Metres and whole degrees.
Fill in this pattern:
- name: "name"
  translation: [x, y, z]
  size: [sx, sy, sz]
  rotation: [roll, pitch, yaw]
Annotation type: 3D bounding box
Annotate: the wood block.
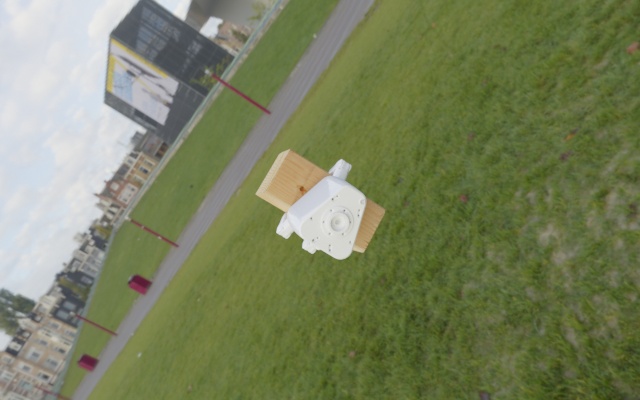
- name: "wood block"
  translation: [0.000, 0.002, 0.864]
  size: [0.206, 0.091, 0.090]
  rotation: [32, -10, -15]
